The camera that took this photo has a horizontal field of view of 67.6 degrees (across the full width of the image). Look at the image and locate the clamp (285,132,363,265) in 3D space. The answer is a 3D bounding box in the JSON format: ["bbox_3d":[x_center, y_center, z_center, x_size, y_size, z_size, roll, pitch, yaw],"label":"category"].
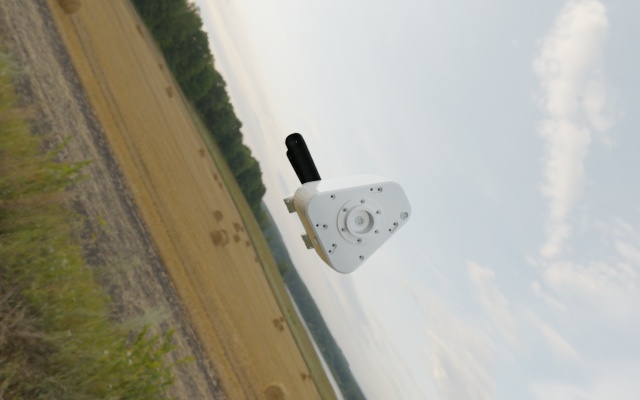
[{"bbox_3d":[0.001,0.002,0.685,0.036,0.210,0.164,-26,8,-2],"label":"clamp"}]
